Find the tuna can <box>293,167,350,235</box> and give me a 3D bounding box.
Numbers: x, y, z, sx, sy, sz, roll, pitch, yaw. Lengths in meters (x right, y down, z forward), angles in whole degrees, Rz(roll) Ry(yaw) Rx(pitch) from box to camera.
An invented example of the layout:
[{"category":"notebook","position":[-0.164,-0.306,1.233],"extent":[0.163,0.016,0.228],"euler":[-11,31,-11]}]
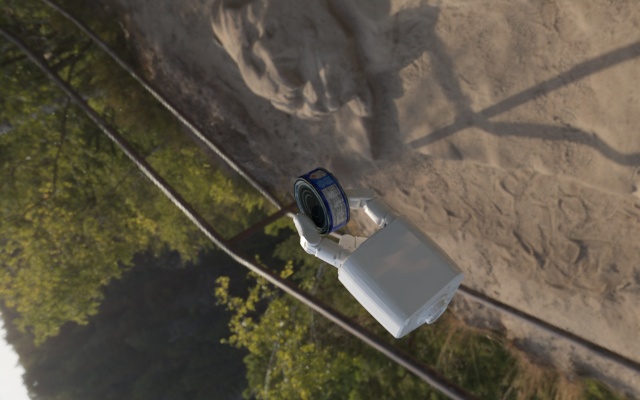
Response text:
[{"category":"tuna can","position":[0.000,0.002,0.627],"extent":[0.033,0.086,0.086],"euler":[-26,12,-25]}]
